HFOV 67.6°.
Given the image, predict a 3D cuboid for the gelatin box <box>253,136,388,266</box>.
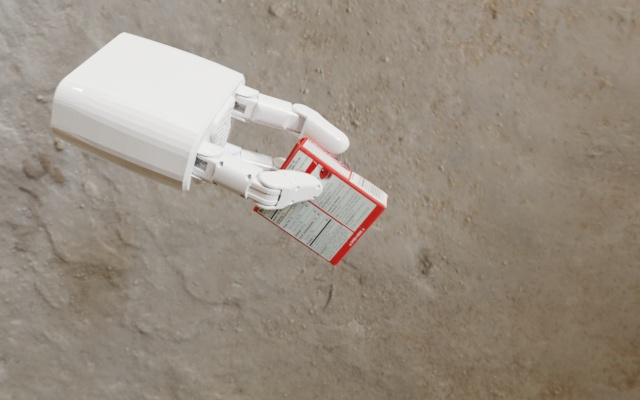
[{"bbox_3d":[0.000,0.002,0.402,0.089,0.073,0.030,35,26,-4],"label":"gelatin box"}]
